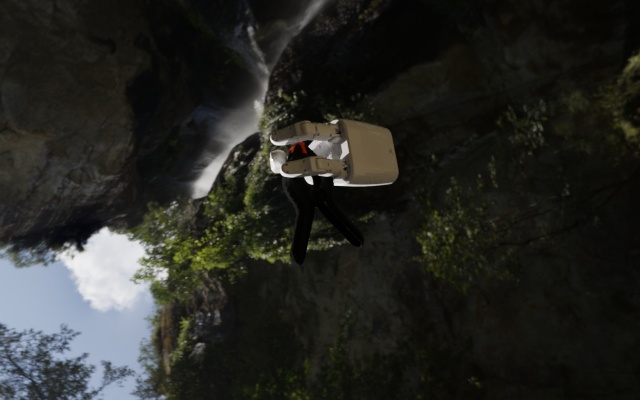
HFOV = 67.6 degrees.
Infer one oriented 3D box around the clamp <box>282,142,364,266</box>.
[{"bbox_3d":[0.000,0.002,0.671,0.120,0.171,0.039,0,-13,-39],"label":"clamp"}]
